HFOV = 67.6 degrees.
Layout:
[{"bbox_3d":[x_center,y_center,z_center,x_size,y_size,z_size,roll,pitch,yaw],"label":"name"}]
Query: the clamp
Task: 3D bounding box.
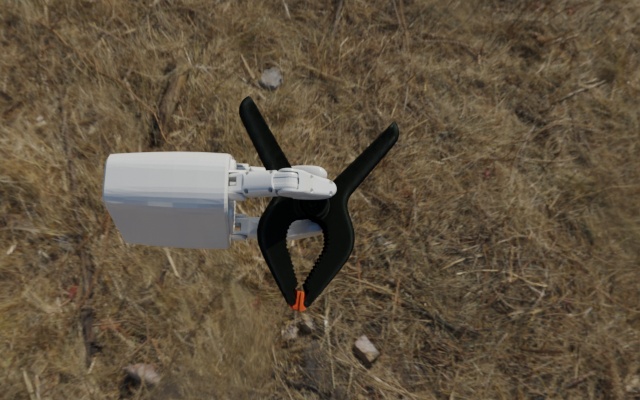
[{"bbox_3d":[0.000,0.002,0.470,0.164,0.210,0.036,1,-11,-8],"label":"clamp"}]
